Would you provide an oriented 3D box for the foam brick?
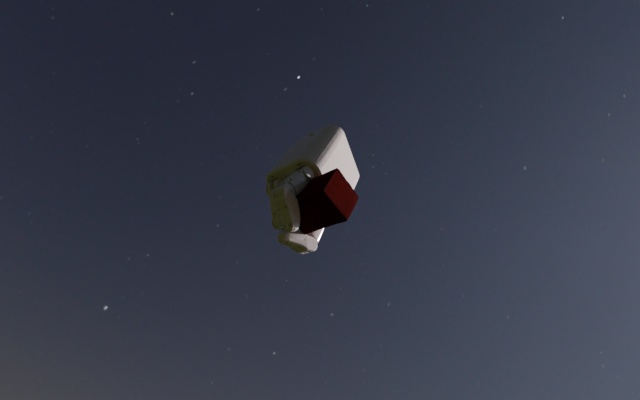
[{"bbox_3d":[0.000,0.002,0.619,0.078,0.053,0.051,-20,25,40],"label":"foam brick"}]
